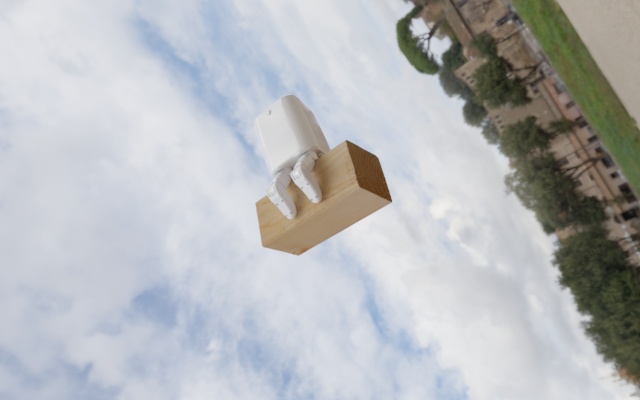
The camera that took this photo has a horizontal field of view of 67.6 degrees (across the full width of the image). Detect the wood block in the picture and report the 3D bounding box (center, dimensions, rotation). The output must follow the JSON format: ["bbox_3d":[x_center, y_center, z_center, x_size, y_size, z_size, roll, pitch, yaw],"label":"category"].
[{"bbox_3d":[0.000,0.002,0.777,0.206,0.090,0.091,-32,-33,31],"label":"wood block"}]
